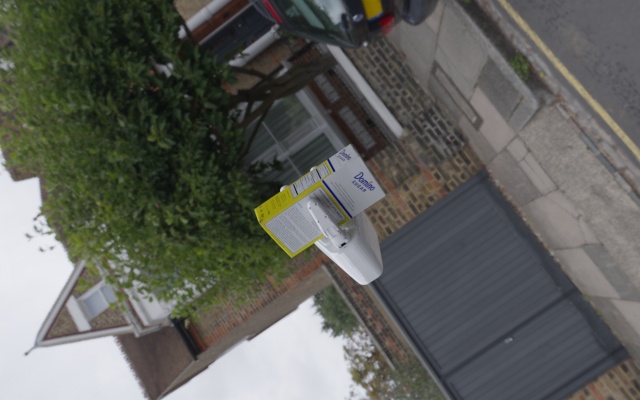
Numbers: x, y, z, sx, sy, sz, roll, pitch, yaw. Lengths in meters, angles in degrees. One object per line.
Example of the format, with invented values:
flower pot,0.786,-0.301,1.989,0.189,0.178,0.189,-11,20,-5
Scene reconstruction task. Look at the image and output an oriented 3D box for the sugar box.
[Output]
sugar box,0.000,0.002,0.715,0.176,0.093,0.048,-35,38,5
